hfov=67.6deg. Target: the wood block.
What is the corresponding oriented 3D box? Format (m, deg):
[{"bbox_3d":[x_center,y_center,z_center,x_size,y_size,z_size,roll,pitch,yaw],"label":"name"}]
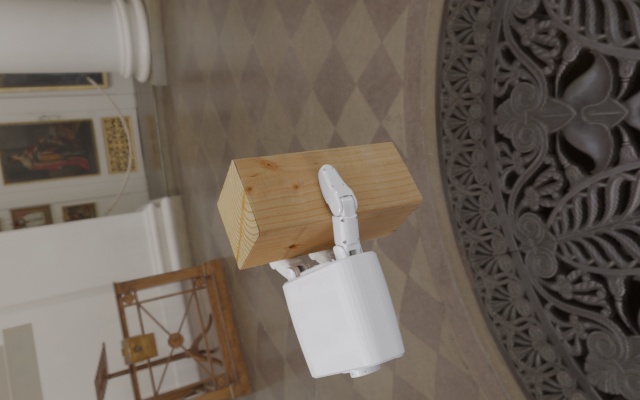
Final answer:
[{"bbox_3d":[0.000,0.002,0.551,0.206,0.090,0.091,-10,-27,-29],"label":"wood block"}]
